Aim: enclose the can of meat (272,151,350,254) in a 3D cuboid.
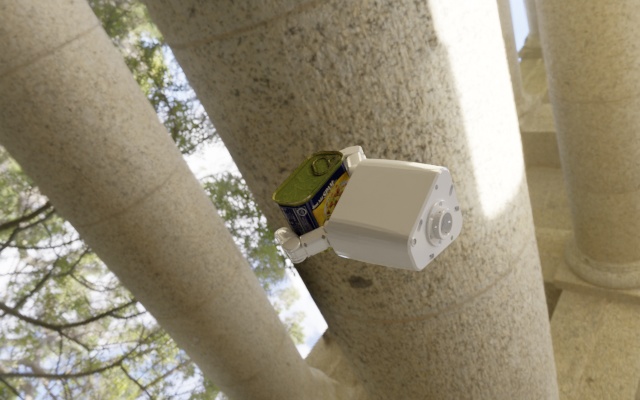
[{"bbox_3d":[0.000,0.002,0.585,0.057,0.084,0.102,6,43,40],"label":"can of meat"}]
